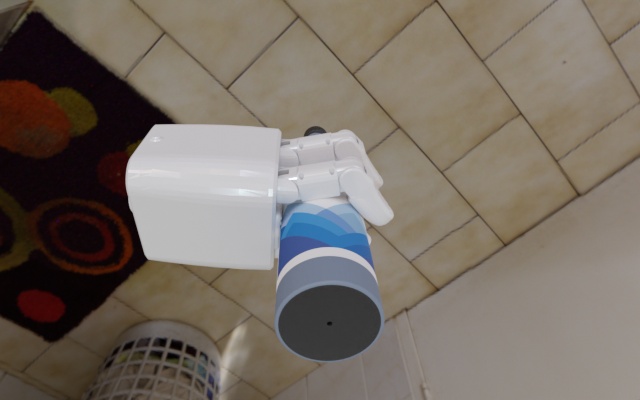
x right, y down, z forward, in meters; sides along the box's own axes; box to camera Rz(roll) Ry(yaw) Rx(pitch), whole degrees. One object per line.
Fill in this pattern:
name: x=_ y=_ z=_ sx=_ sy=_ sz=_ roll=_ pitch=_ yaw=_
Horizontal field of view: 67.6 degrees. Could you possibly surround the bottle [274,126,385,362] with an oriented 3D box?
bottle: x=0.000 y=0.002 z=0.413 sx=0.069 sy=0.069 sz=0.295 roll=0 pitch=30 yaw=-2
